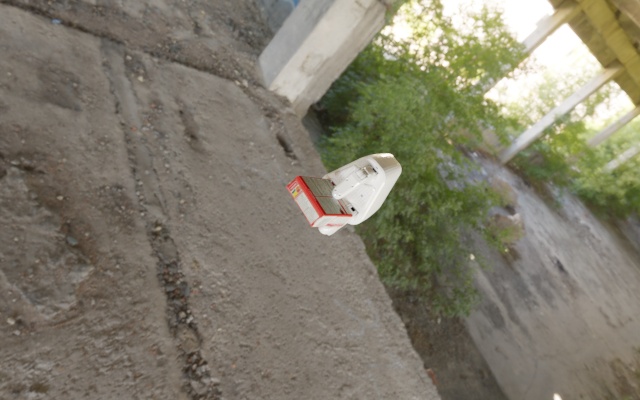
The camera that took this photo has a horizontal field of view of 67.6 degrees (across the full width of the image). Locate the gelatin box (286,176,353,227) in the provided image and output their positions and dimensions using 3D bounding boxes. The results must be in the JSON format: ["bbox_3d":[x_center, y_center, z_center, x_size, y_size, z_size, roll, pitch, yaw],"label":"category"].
[{"bbox_3d":[0.000,0.002,0.702,0.030,0.073,0.089,-42,-22,23],"label":"gelatin box"}]
